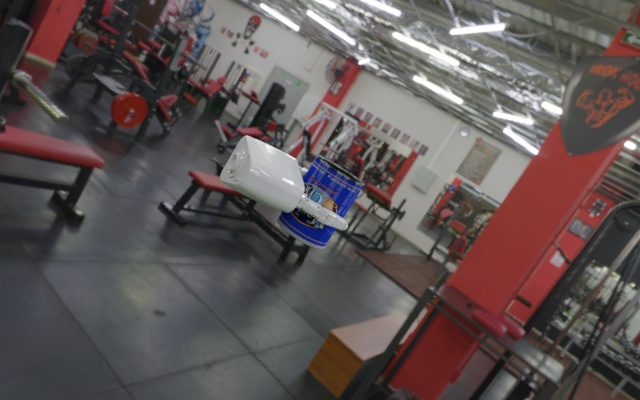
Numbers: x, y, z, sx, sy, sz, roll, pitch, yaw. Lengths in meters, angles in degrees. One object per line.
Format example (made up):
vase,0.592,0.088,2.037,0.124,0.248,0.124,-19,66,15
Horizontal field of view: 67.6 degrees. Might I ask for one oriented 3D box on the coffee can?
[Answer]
coffee can,0.000,0.003,0.866,0.103,0.140,0.103,31,9,-6
